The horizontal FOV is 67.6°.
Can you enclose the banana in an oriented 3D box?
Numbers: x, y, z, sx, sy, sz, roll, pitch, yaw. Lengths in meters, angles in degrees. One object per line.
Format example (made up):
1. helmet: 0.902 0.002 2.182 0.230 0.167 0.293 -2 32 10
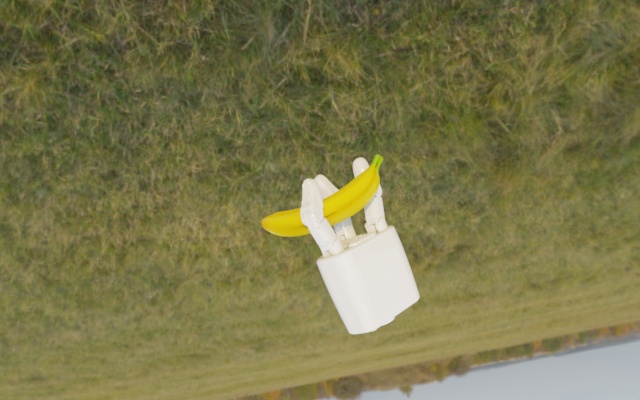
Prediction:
1. banana: 0.002 0.010 0.636 0.198 0.037 0.069 -27 26 18
